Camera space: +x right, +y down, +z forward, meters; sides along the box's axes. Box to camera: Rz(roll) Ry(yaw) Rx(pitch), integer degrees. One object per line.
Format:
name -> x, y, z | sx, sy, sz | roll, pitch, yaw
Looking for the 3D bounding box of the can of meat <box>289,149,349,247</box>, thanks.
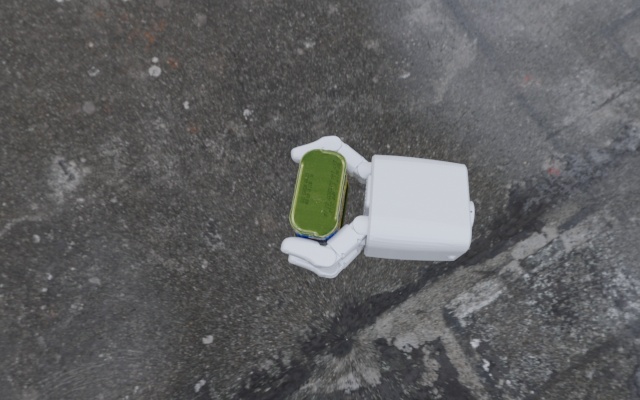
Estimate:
can of meat -> 0.000, 0.002, 0.538 | 0.057, 0.102, 0.084 | 8, -16, 5
